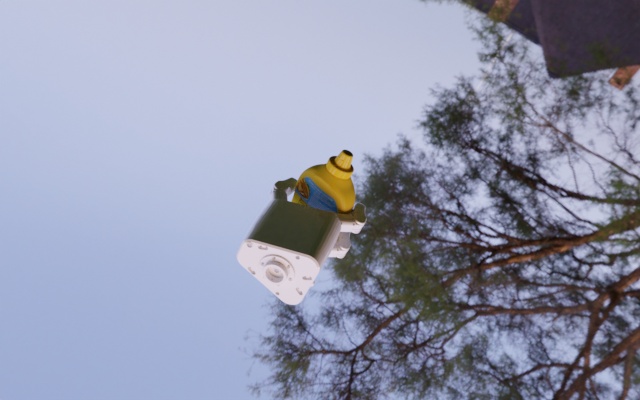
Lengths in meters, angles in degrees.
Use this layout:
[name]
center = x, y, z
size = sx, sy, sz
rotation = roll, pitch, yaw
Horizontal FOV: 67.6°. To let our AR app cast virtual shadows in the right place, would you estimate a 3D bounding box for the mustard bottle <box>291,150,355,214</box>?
[mustard bottle]
center = 0.000, 0.002, 0.735
size = 0.096, 0.192, 0.058
rotation = 43, 36, 20
